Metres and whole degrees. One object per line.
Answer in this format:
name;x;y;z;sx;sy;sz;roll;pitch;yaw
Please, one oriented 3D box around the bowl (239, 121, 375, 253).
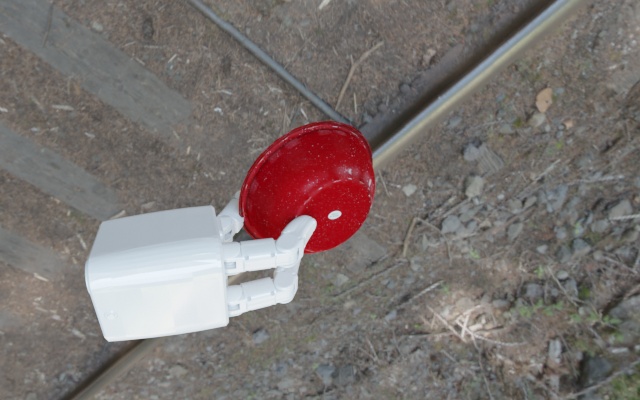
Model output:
bowl;0.001;0.001;0.496;0.162;0.162;0.055;0;35;-36
